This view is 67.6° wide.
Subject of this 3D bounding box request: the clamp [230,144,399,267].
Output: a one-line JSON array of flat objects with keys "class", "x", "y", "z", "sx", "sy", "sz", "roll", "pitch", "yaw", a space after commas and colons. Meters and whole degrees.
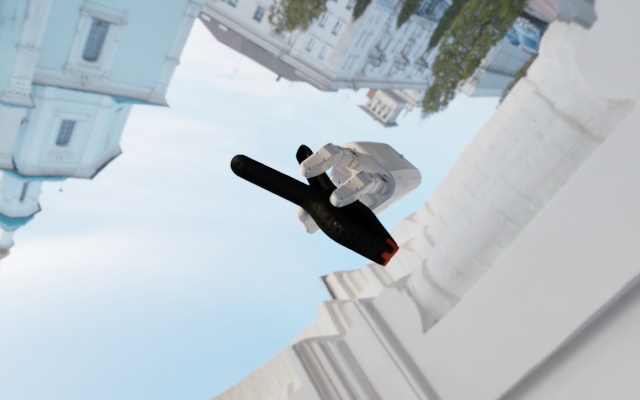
[{"class": "clamp", "x": 0.000, "y": 0.003, "z": 0.571, "sx": 0.210, "sy": 0.036, "sz": 0.164, "roll": 44, "pitch": 28, "yaw": 21}]
